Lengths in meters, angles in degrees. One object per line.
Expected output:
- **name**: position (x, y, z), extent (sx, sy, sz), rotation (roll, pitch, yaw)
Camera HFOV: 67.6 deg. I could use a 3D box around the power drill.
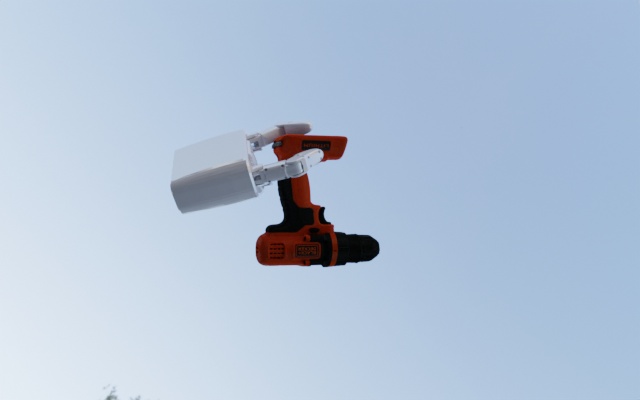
- **power drill**: position (0.000, 0.002, 0.683), extent (0.184, 0.187, 0.057), rotation (1, -1, -20)
